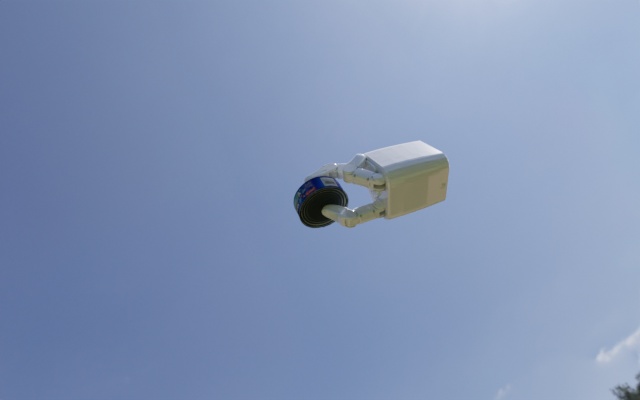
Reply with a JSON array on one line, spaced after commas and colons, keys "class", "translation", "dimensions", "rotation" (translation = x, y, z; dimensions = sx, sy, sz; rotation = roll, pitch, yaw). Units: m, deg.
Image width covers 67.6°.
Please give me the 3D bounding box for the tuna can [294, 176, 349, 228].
[{"class": "tuna can", "translation": [0.000, 0.002, 0.776], "dimensions": [0.086, 0.086, 0.033], "rotation": [0, 39, -28]}]
